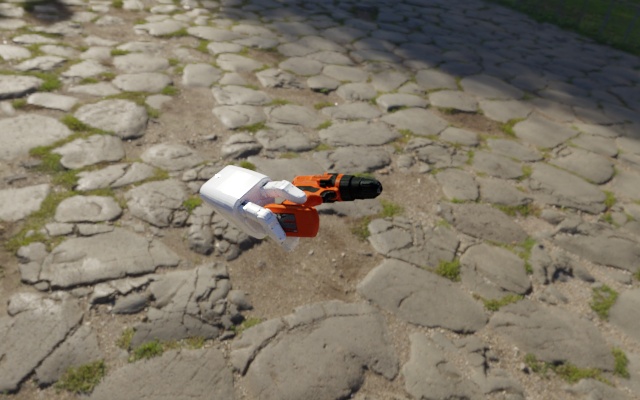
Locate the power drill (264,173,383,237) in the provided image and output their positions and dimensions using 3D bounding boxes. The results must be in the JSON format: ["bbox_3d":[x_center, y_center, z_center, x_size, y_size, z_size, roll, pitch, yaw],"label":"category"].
[{"bbox_3d":[0.000,0.003,0.857,0.184,0.057,0.187,0,21,29],"label":"power drill"}]
